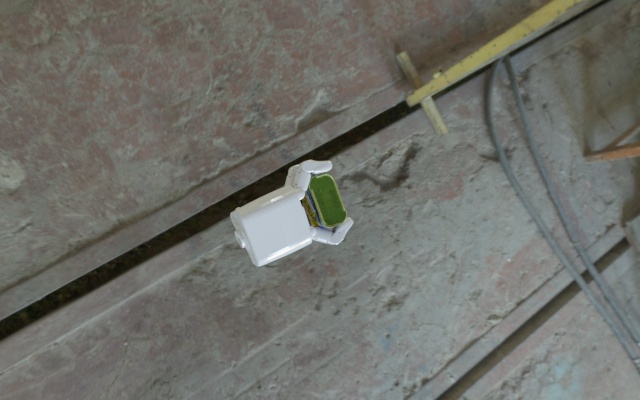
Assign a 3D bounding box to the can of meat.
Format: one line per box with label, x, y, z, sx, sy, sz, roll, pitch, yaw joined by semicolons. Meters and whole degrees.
can of meat;0.000;0.003;0.874;0.057;0.102;0.084;-21;2;-20
